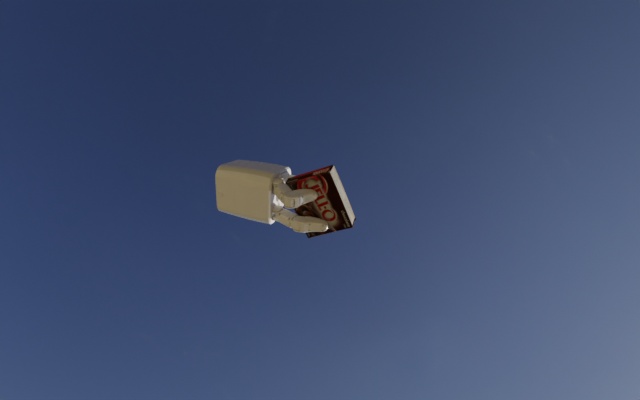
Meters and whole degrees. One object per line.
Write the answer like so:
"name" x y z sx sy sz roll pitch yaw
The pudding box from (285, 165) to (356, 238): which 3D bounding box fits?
"pudding box" 0.000 0.003 0.832 0.090 0.113 0.039 -15 23 24
